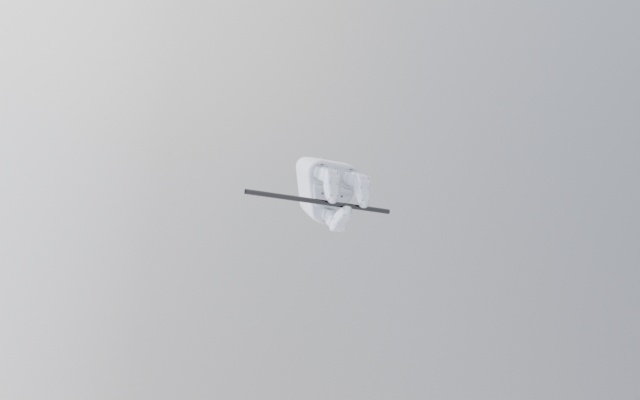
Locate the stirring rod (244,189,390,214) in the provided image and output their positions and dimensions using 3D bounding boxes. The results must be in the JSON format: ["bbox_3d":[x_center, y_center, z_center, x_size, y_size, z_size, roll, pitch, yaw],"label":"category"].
[{"bbox_3d":[0.000,0.003,0.750,0.239,0.011,0.011,8,-3,-19],"label":"stirring rod"}]
